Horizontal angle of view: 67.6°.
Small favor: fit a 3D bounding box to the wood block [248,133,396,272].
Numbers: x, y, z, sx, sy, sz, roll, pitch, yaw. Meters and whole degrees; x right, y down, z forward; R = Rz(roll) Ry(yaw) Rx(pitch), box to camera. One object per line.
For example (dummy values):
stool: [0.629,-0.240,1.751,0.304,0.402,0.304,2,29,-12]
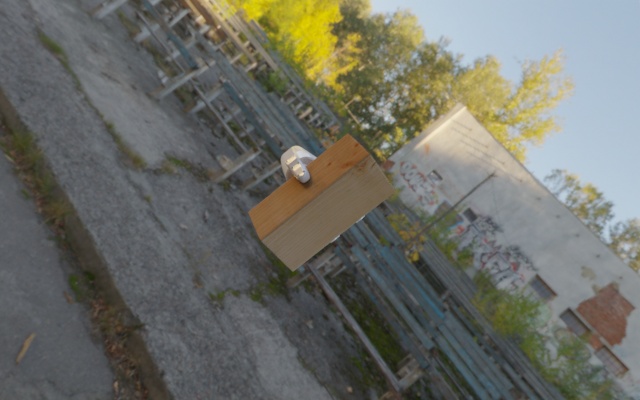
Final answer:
wood block: [0.000,0.002,0.756,0.206,0.091,0.090,-39,35,3]
